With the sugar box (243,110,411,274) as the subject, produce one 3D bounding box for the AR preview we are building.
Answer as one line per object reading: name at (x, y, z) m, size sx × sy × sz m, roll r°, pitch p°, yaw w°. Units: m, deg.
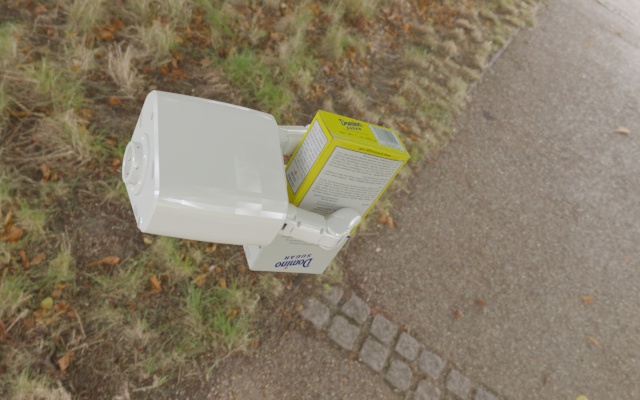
sugar box at (0.000, 0.001, 0.470) m, size 0.093 × 0.048 × 0.176 m, roll 9°, pitch -47°, yaw -34°
